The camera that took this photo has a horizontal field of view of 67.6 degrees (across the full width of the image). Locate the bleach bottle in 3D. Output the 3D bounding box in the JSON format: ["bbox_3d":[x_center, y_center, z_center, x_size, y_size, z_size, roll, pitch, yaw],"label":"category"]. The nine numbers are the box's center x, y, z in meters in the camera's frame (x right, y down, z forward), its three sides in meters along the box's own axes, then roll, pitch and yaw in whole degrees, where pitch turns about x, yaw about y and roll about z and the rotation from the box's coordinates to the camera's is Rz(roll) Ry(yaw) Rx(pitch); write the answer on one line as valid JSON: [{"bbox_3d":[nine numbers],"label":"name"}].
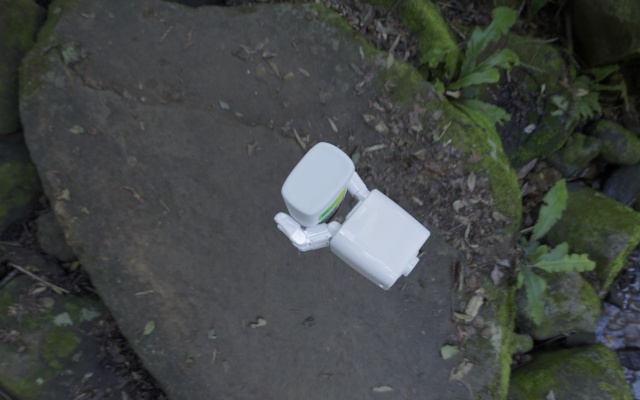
[{"bbox_3d":[0.000,0.002,0.736,0.068,0.102,0.251,38,-9,11],"label":"bleach bottle"}]
